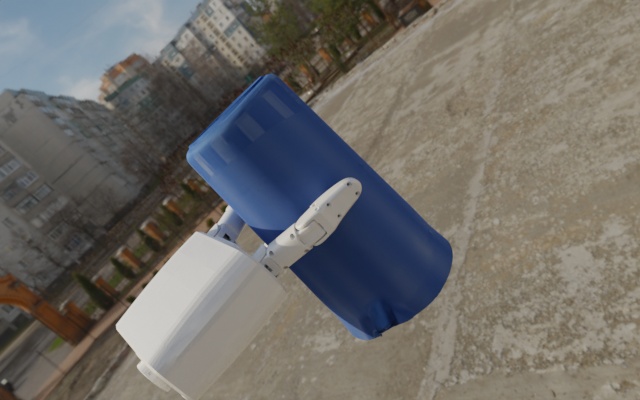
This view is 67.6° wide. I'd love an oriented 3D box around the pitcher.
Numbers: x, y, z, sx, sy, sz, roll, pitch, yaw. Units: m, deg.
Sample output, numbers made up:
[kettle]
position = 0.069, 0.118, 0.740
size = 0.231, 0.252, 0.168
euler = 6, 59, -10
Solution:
[pitcher]
position = 0.000, 0.002, 0.455
size = 0.243, 0.145, 0.149
euler = 46, -21, -16
